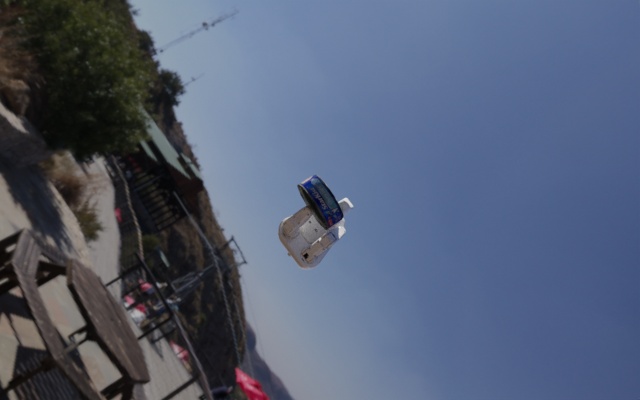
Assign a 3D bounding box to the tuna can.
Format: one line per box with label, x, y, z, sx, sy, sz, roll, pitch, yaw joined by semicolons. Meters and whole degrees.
tuna can;0.001;0.002;0.760;0.034;0.086;0.086;-33;6;-9
